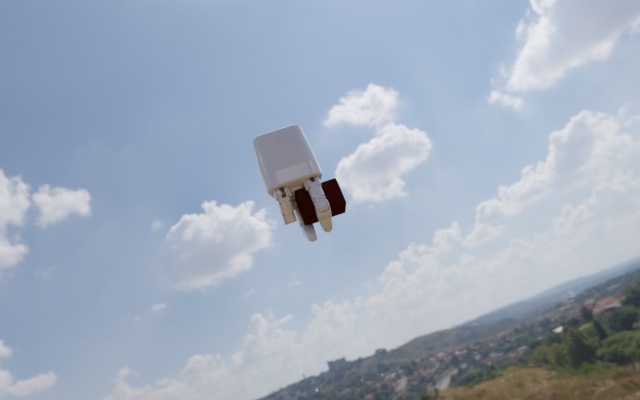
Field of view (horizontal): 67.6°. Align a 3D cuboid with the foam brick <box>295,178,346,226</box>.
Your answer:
[{"bbox_3d":[0.000,0.003,0.836,0.078,0.051,0.053,-19,-21,-9],"label":"foam brick"}]
